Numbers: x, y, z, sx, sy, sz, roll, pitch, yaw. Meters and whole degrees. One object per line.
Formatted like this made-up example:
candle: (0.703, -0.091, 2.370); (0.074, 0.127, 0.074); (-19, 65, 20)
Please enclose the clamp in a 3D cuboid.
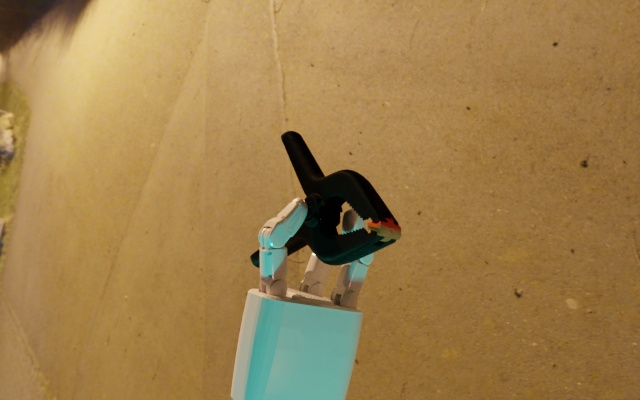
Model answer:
clamp: (0.000, 0.002, 0.494); (0.036, 0.164, 0.210); (13, -6, -38)
